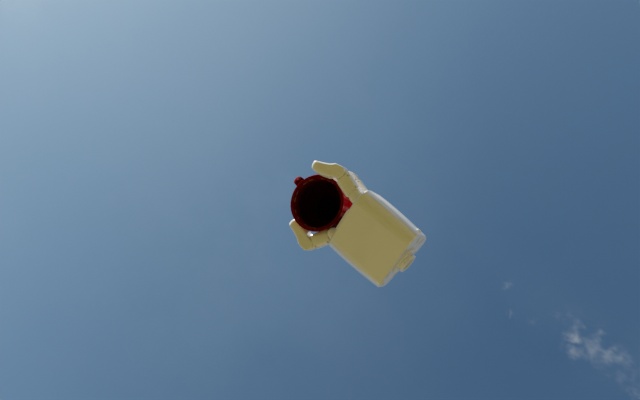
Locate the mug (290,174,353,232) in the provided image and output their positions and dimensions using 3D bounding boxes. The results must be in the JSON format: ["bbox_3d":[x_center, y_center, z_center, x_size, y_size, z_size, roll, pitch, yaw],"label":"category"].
[{"bbox_3d":[-0.001,0.002,0.807,0.117,0.093,0.081,43,7,22],"label":"mug"}]
